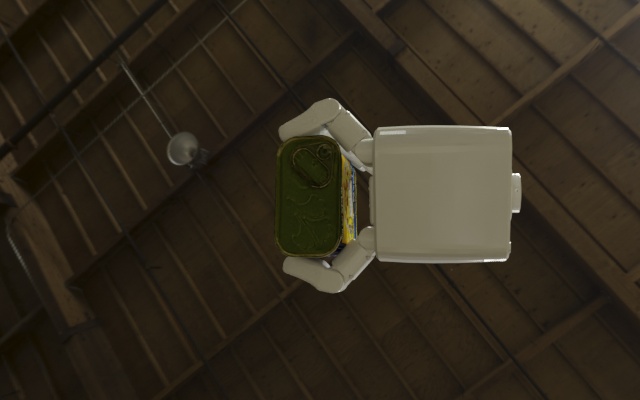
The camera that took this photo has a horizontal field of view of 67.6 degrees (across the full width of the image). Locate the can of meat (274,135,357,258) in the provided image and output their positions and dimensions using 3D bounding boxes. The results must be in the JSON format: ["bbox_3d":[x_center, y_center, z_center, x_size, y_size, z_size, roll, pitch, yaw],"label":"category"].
[{"bbox_3d":[0.000,0.002,0.431,0.057,0.102,0.084,-2,-8,15],"label":"can of meat"}]
